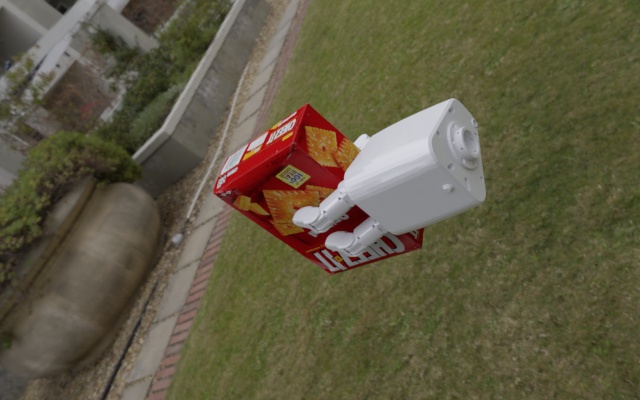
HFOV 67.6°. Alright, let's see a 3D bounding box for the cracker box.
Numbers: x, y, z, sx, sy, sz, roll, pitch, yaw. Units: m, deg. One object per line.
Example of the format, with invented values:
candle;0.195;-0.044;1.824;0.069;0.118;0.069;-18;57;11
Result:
cracker box;0.000;0.002;0.589;0.214;0.072;0.164;38;-41;-27
